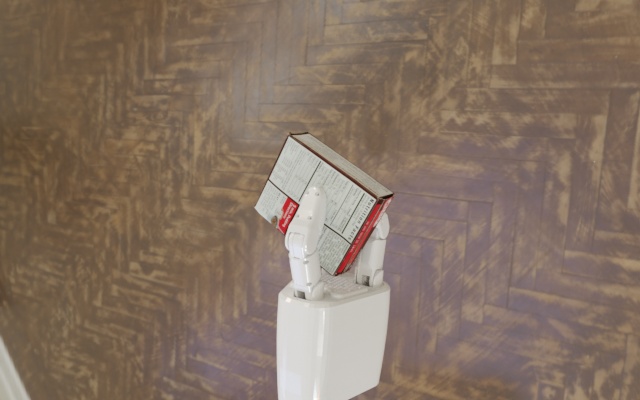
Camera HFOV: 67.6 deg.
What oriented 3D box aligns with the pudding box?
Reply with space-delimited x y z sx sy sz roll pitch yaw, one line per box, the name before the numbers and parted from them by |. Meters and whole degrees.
pudding box | 0.000 0.002 0.448 0.113 0.090 0.039 37 23 21
